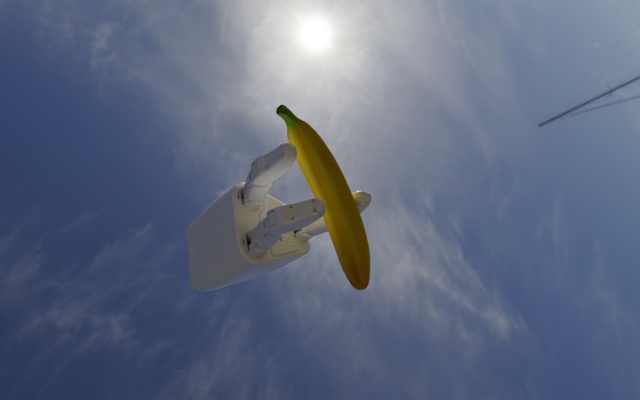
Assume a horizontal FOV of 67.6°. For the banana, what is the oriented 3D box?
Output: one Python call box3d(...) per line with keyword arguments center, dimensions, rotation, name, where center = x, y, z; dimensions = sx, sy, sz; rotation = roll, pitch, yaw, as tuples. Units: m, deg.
box3d(center=(0.007, -0.004, 0.494), dimensions=(0.037, 0.198, 0.069), rotation=(-29, -7, 28), name="banana")
